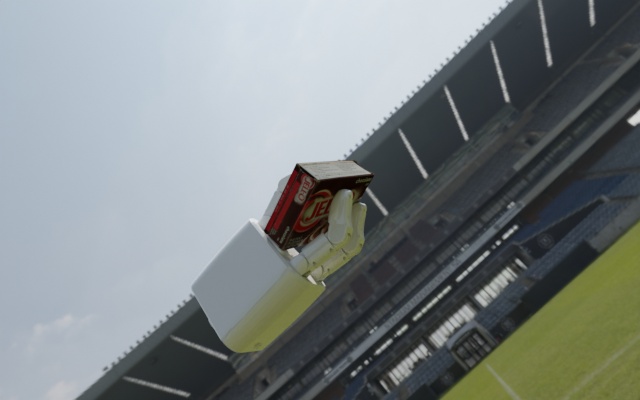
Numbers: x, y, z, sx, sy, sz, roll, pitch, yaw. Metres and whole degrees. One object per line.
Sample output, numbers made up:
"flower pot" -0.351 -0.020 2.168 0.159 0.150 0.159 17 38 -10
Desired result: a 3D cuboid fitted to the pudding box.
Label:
"pudding box" 0.000 0.002 0.528 0.039 0.090 0.113 41 28 23
